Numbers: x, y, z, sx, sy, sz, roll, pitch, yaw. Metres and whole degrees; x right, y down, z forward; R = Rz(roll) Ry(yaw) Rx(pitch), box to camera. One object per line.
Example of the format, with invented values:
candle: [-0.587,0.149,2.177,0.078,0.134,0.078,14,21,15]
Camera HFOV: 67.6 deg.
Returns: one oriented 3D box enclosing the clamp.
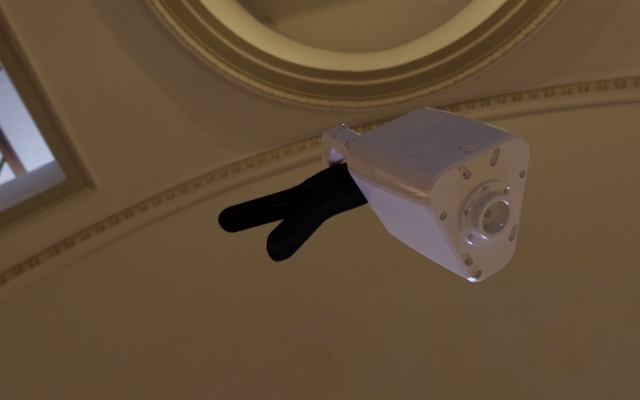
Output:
clamp: [0.000,0.002,0.429,0.171,0.039,0.120,-25,28,-16]
